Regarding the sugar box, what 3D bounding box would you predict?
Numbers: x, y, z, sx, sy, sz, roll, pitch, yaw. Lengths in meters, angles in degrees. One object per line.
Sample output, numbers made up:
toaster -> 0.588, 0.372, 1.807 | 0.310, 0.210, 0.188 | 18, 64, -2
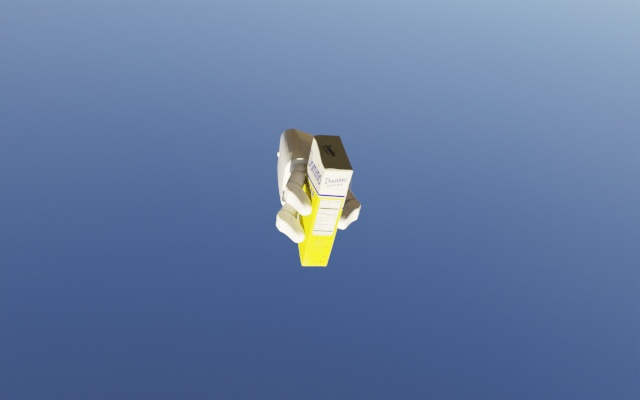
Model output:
sugar box -> 0.000, 0.002, 0.697 | 0.048, 0.176, 0.093 | 1, 37, -13
